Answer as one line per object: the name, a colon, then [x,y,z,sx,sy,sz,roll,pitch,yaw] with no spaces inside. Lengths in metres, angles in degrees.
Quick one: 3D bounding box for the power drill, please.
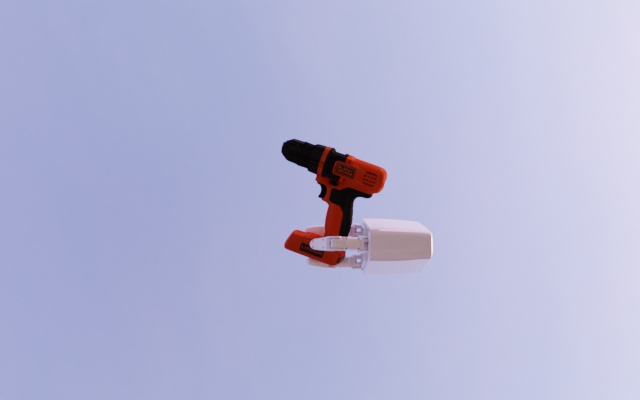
power drill: [0.000,0.003,0.809,0.184,0.188,0.057,20,13,11]
